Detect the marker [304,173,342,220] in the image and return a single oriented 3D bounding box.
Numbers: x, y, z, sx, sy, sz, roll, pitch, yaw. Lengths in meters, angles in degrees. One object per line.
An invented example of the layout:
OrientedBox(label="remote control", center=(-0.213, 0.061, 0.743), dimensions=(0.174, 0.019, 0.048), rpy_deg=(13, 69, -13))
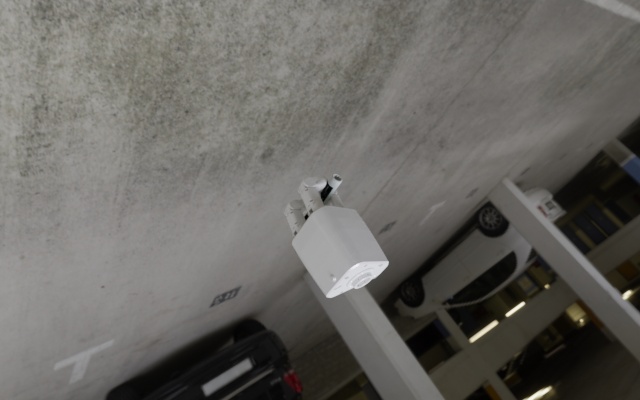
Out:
OrientedBox(label="marker", center=(0.000, 0.003, 0.796), dimensions=(0.020, 0.020, 0.121), rpy_deg=(0, -40, -36))
